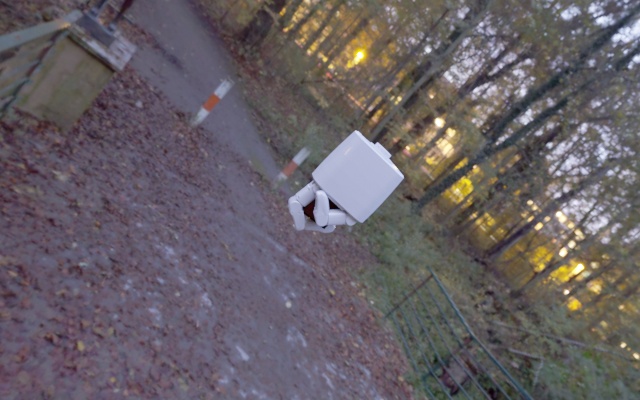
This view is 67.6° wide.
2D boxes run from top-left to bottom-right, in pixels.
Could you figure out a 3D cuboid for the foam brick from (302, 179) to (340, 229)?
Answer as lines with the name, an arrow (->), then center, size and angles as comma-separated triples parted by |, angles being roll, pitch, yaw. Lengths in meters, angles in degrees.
foam brick -> 0.000, 0.003, 0.842 | 0.053, 0.051, 0.078 | 38, 13, -23
